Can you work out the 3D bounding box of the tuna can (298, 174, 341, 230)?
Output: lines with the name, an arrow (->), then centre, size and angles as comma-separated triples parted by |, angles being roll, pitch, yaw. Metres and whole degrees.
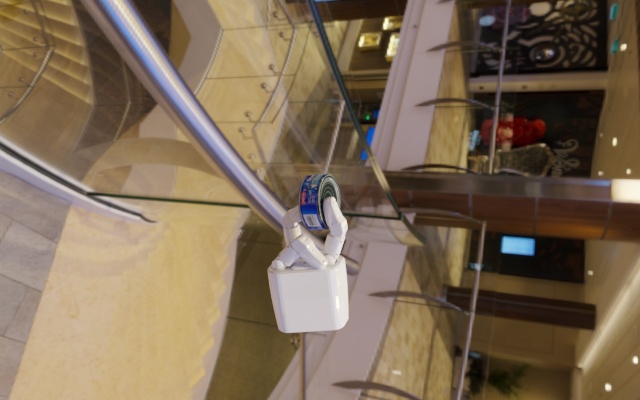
tuna can -> 0.001, 0.002, 0.727 | 0.034, 0.086, 0.086 | -2, -1, 25
